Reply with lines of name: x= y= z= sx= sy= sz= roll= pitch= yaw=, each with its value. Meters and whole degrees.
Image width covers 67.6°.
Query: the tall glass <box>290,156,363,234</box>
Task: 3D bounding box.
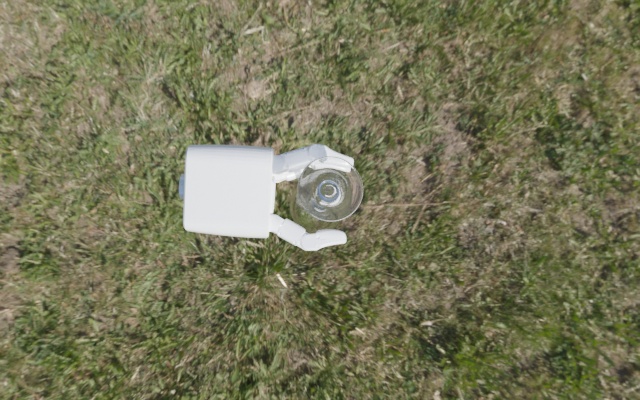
tall glass: x=0.000 y=0.002 z=0.630 sx=0.079 sy=0.079 sz=0.201 roll=0 pitch=-9 yaw=-6
